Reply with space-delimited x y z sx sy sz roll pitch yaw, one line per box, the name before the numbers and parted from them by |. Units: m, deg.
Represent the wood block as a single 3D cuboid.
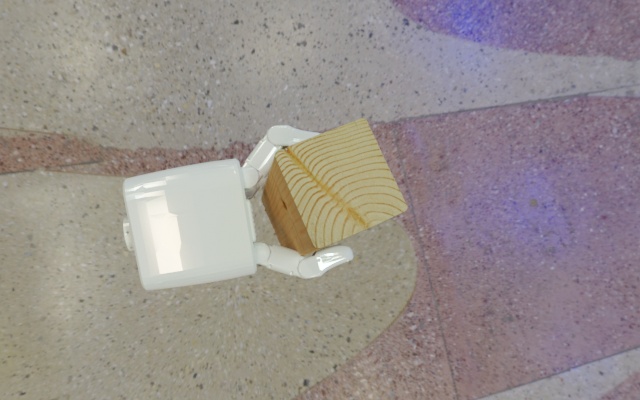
wood block | 0.000 0.002 0.498 0.090 0.091 0.206 -23 -5 -13
